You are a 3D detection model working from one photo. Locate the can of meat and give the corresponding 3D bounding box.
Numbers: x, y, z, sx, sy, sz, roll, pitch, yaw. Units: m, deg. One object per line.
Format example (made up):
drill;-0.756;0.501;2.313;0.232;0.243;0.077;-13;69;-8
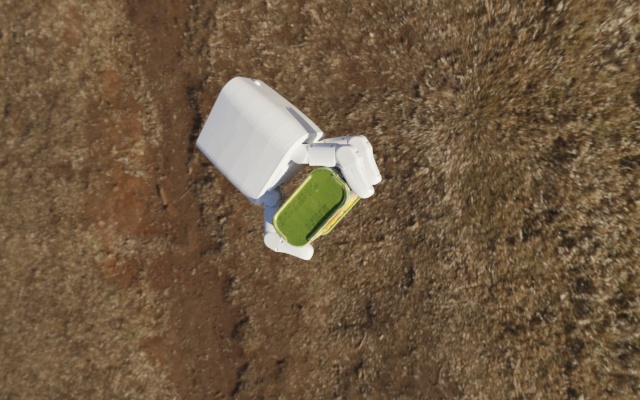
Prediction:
can of meat;0.000;0.002;0.551;0.057;0.102;0.084;44;19;6
